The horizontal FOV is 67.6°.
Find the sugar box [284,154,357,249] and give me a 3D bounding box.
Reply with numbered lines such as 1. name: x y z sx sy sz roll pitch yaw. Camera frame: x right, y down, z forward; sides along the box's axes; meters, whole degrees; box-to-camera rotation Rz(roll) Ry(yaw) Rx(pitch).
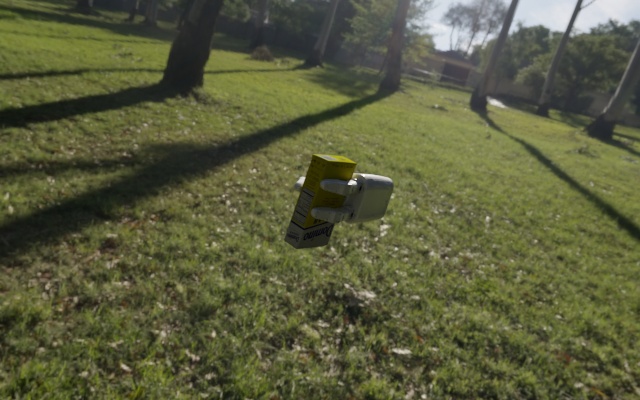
1. sugar box: 0.001 0.003 0.894 0.048 0.176 0.093 28 18 36
